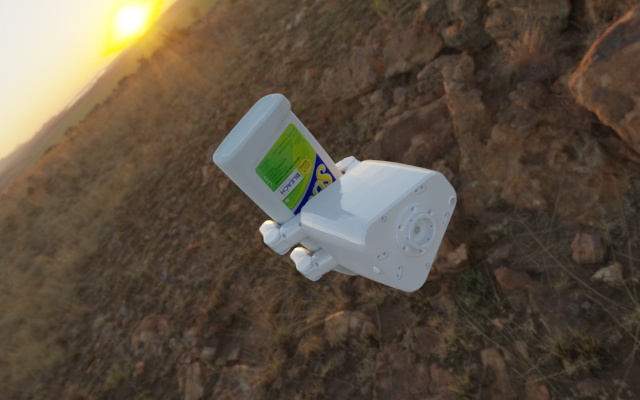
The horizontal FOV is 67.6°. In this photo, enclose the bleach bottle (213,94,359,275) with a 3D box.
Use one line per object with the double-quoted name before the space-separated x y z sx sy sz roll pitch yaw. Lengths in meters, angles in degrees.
"bleach bottle" 0.000 0.002 0.552 0.251 0.102 0.068 44 -14 -28
